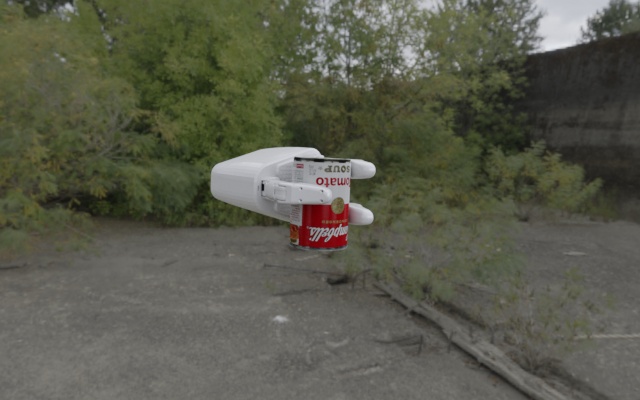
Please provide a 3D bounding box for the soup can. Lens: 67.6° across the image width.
[{"bbox_3d":[0.000,0.002,0.550,0.068,0.102,0.068,3,6,0],"label":"soup can"}]
